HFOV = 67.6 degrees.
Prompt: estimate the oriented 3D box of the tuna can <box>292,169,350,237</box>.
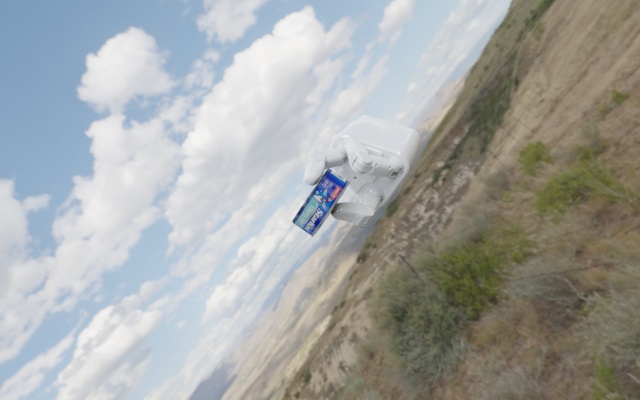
[{"bbox_3d":[0.000,0.002,0.609,0.034,0.086,0.086,34,-1,-1],"label":"tuna can"}]
